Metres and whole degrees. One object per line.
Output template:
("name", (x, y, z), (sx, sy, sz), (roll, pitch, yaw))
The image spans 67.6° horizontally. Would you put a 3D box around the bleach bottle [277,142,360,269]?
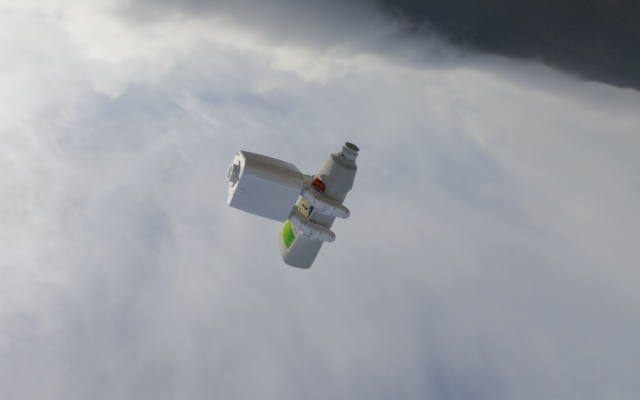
("bleach bottle", (0.000, 0.003, 0.868), (0.068, 0.251, 0.102), (15, 30, -23))
